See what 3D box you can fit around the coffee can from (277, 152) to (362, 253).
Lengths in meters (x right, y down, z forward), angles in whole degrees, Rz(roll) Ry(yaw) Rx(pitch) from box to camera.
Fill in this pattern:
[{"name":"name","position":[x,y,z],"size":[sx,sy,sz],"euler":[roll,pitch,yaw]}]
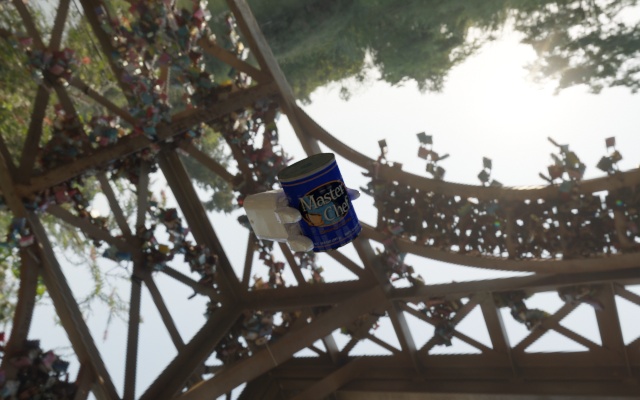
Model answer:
[{"name":"coffee can","position":[0.000,0.002,0.808],"size":[0.103,0.140,0.102],"euler":[-20,18,7]}]
